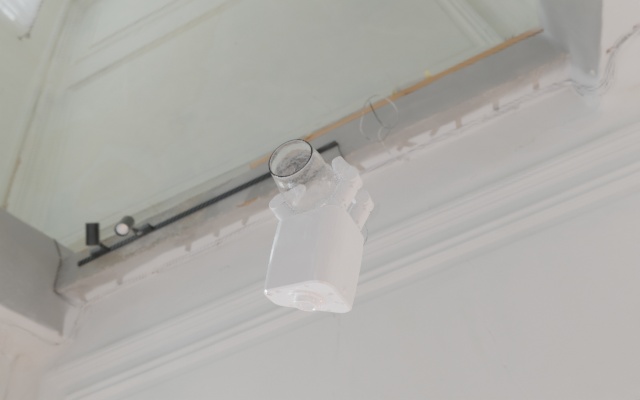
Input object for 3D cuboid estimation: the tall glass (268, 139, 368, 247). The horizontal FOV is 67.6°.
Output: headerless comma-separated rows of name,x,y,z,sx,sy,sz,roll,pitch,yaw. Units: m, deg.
tall glass,0.000,0.002,0.671,0.079,0.079,0.201,0,-35,28
